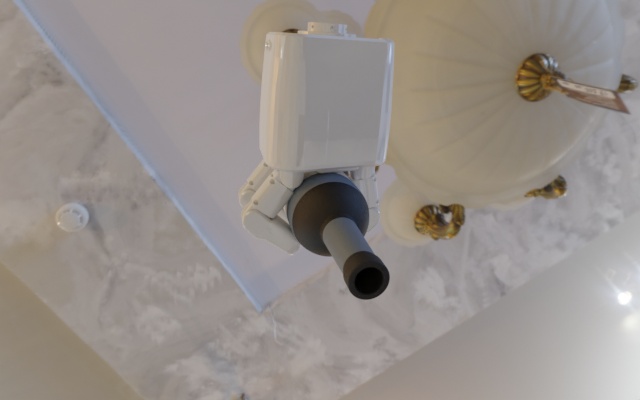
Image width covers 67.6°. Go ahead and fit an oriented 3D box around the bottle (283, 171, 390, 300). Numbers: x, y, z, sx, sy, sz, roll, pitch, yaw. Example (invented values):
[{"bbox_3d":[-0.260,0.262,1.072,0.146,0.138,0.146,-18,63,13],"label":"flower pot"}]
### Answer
[{"bbox_3d":[0.000,0.001,0.430,0.069,0.069,0.295,0,19,-13],"label":"bottle"}]
